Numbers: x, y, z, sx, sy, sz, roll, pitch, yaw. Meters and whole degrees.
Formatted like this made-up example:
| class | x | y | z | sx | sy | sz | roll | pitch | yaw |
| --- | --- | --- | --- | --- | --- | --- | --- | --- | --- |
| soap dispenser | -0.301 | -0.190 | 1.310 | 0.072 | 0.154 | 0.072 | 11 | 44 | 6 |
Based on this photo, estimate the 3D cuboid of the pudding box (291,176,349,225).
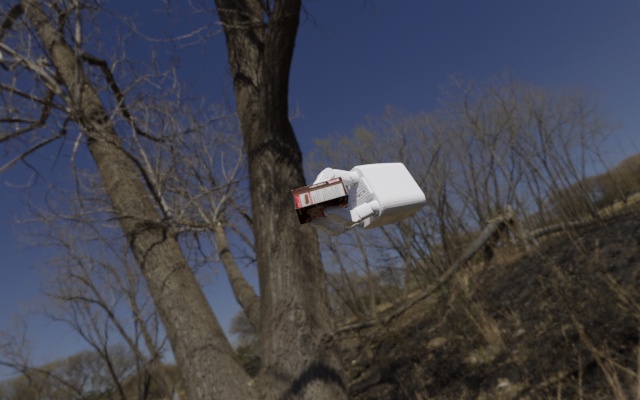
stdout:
| class | x | y | z | sx | sy | sz | roll | pitch | yaw |
| --- | --- | --- | --- | --- | --- | --- | --- | --- | --- |
| pudding box | 0.000 | 0.003 | 0.821 | 0.090 | 0.039 | 0.113 | -16 | -18 | -2 |
